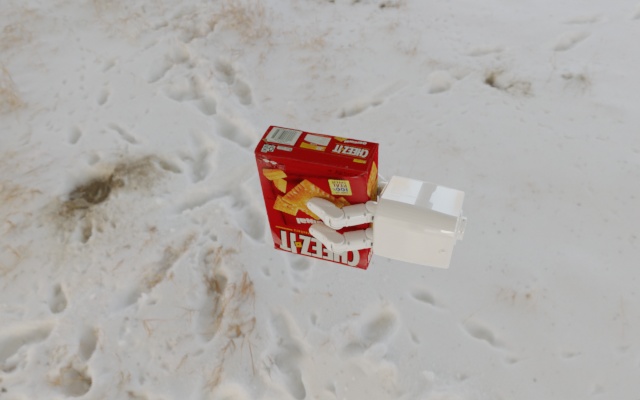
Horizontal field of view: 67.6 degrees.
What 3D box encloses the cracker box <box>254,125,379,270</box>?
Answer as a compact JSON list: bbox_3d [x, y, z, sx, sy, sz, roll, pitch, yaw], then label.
[{"bbox_3d":[0.000,0.002,0.714,0.164,0.214,0.072,12,47,16],"label":"cracker box"}]
